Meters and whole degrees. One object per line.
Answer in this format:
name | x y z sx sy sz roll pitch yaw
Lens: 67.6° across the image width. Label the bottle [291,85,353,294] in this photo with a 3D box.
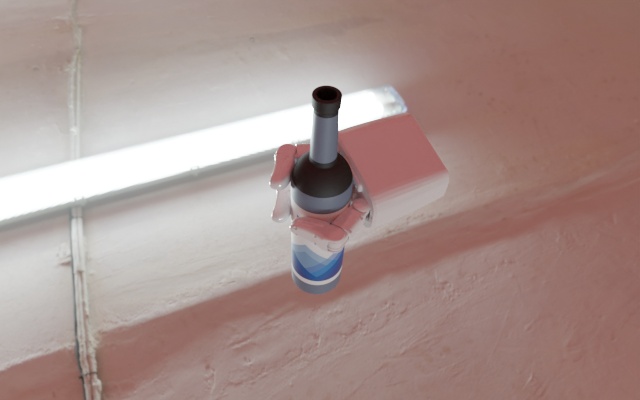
bottle | 0.000 0.002 0.536 0.069 0.069 0.296 0 -41 -3
